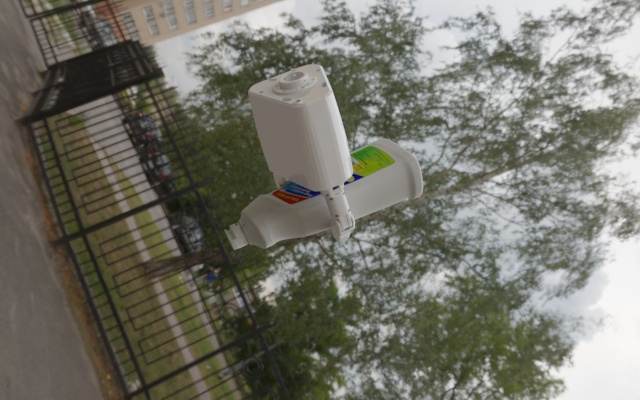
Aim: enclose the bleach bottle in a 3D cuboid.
[{"bbox_3d":[0.000,0.002,0.618,0.251,0.068,0.102,-25,35,-14],"label":"bleach bottle"}]
